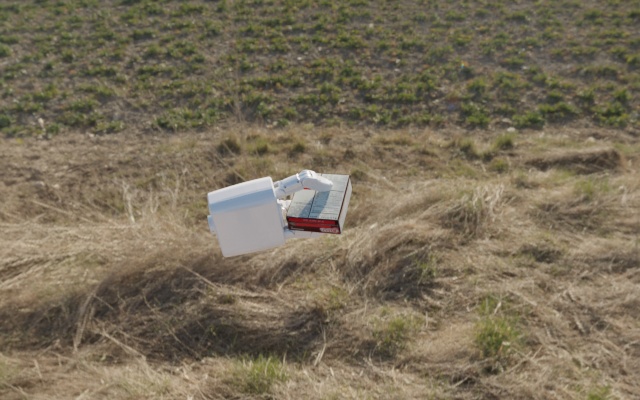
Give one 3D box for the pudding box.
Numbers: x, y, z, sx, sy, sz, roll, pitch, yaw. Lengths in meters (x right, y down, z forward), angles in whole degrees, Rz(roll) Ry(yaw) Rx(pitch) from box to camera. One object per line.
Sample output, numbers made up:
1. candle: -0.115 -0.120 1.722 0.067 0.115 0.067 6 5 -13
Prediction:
1. pudding box: 0.000 0.002 0.800 0.090 0.113 0.039 5 -42 14
